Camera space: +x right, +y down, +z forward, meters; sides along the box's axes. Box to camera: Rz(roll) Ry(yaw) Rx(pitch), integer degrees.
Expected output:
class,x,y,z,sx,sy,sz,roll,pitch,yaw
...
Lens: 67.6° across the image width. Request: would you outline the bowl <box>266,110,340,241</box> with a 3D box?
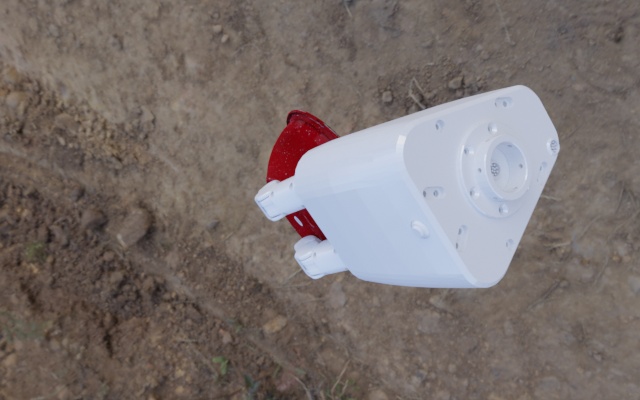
class,x,y,z,sx,sy,sz,roll,pitch,yaw
bowl,0.000,0.002,0.429,0.055,0.162,0.162,-37,9,-12
